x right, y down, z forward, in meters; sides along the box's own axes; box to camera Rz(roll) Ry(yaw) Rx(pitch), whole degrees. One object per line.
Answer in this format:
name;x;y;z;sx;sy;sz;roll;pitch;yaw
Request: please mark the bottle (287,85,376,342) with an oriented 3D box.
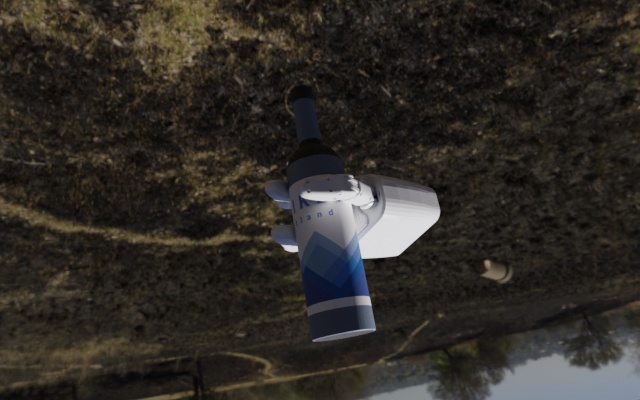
bottle;0.000;0.002;0.536;0.069;0.295;0.069;-9;-20;-3
